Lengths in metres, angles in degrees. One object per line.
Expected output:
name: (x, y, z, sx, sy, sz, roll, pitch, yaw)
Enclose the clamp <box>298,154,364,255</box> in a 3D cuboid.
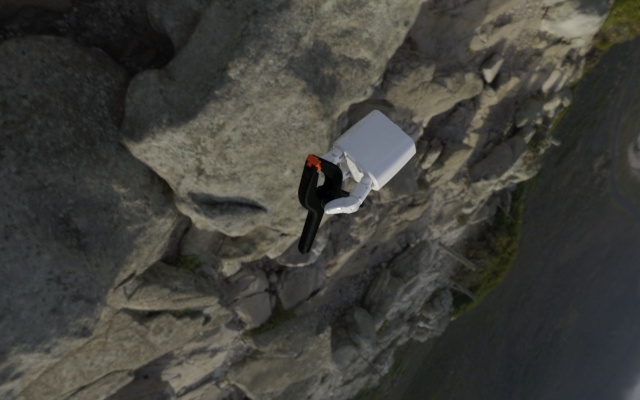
clamp: (0.001, 0.003, 0.859, 0.036, 0.164, 0.210, 37, -15, 33)
